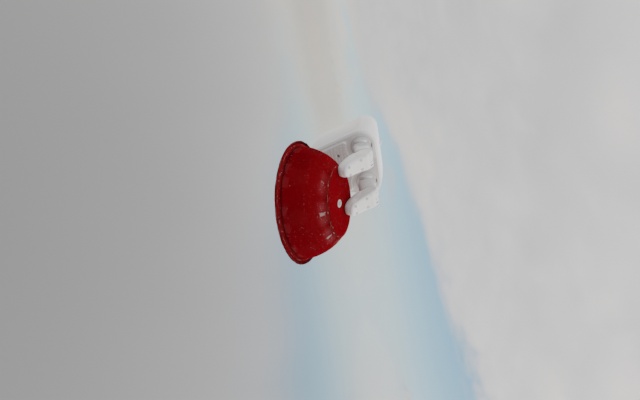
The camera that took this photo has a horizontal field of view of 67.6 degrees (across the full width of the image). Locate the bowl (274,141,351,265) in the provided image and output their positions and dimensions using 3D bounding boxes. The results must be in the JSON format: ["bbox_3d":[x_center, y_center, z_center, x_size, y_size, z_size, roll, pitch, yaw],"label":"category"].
[{"bbox_3d":[0.000,0.003,0.615,0.055,0.162,0.162,-1,-1,22],"label":"bowl"}]
